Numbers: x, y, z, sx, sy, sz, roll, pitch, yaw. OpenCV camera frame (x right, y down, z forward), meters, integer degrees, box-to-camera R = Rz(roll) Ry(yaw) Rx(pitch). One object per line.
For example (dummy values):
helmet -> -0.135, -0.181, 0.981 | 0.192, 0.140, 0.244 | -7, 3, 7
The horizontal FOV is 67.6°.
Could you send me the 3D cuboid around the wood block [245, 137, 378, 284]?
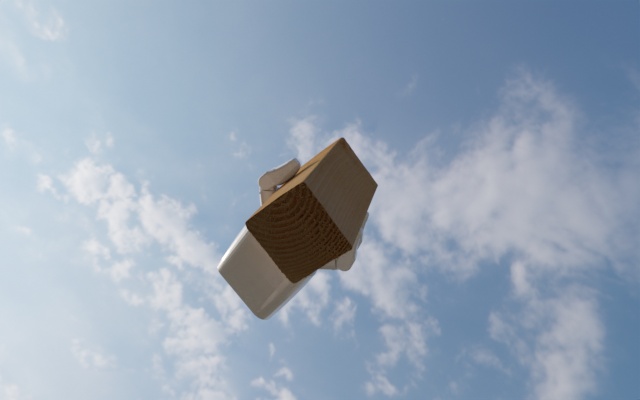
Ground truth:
wood block -> 0.000, 0.002, 0.600 | 0.090, 0.091, 0.206 | -34, 9, 23
